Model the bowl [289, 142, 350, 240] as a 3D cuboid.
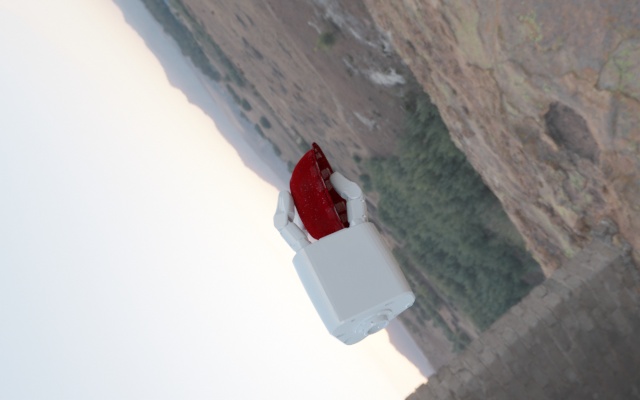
[{"bbox_3d":[-0.001,0.001,0.672,0.055,0.162,0.162,-23,-4,9],"label":"bowl"}]
